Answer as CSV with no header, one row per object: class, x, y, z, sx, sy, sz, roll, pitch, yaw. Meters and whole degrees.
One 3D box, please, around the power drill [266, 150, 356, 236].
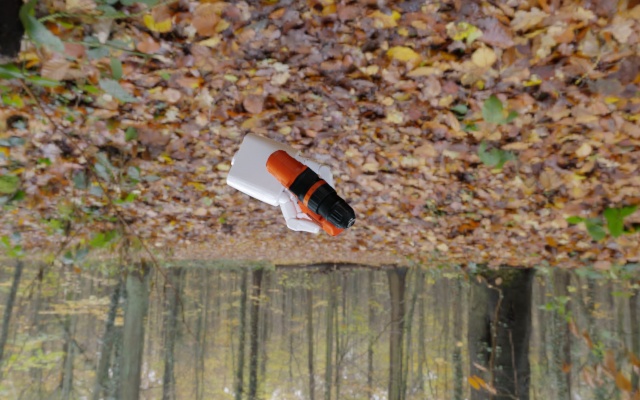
power drill,0.000,0.003,0.832,0.184,0.057,0.188,42,-6,22
